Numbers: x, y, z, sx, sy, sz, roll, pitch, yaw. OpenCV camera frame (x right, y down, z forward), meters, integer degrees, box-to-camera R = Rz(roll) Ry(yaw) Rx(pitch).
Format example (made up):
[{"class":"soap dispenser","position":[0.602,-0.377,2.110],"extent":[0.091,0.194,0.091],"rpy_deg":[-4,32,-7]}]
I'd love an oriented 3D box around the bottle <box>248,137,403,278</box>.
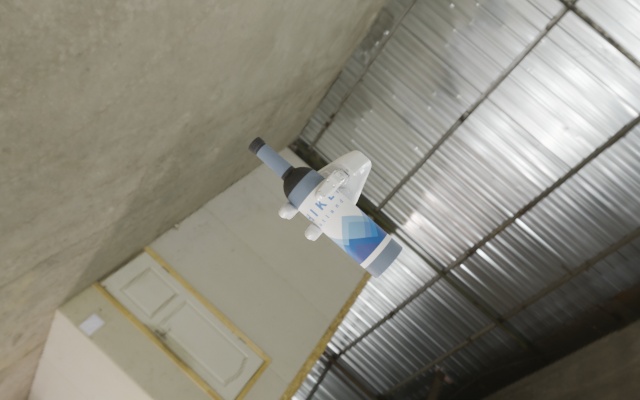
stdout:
[{"class":"bottle","position":[0.000,0.003,0.774],"extent":[0.295,0.069,0.069],"rpy_deg":[42,4,4]}]
